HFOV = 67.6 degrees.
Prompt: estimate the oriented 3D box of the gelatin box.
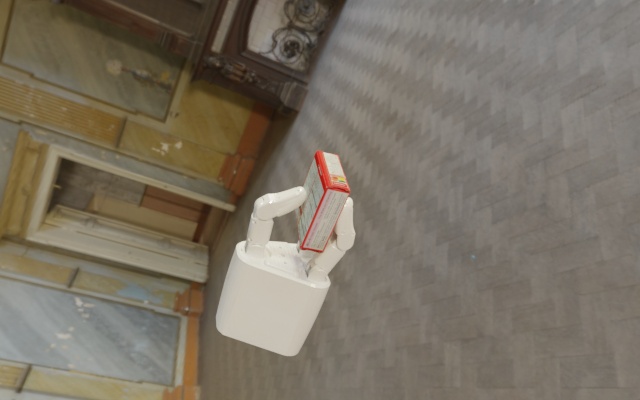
[{"bbox_3d":[0.000,0.001,0.528,0.030,0.089,0.073,11,33,-17],"label":"gelatin box"}]
